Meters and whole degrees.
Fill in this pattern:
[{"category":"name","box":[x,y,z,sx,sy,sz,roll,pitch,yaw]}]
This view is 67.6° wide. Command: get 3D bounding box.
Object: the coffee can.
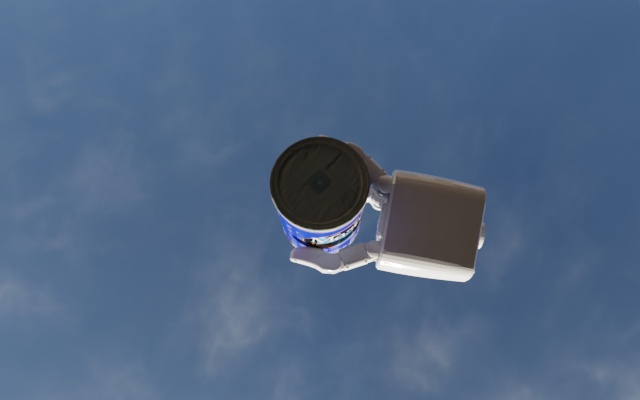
[{"category":"coffee can","box":[0.000,0.002,0.551,0.103,0.102,0.140,0,-17,1]}]
